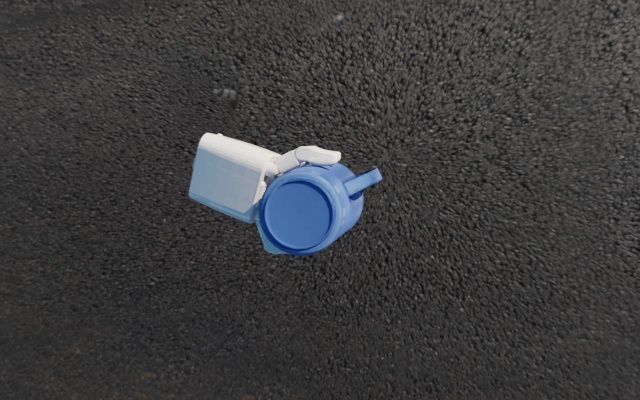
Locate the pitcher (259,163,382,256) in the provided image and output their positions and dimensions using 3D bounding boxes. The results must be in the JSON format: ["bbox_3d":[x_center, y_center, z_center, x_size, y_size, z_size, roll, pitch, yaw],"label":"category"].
[{"bbox_3d":[0.000,0.002,0.707,0.145,0.149,0.243,21,7,6],"label":"pitcher"}]
